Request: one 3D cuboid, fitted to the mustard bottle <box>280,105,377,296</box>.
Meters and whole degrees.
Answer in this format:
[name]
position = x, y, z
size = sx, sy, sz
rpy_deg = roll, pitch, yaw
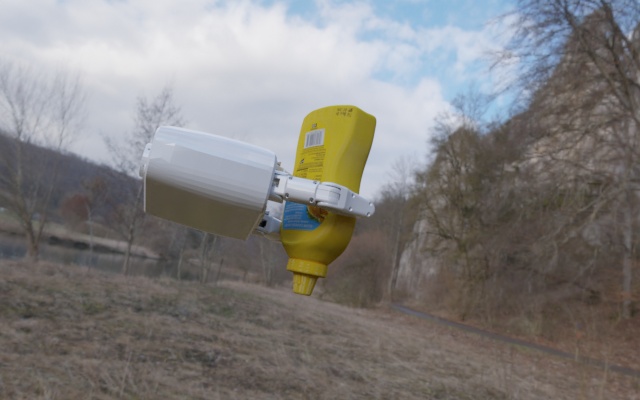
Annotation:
[mustard bottle]
position = 0.000, 0.001, 0.494
size = 0.058, 0.191, 0.096
rpy_deg = 20, -13, -37
